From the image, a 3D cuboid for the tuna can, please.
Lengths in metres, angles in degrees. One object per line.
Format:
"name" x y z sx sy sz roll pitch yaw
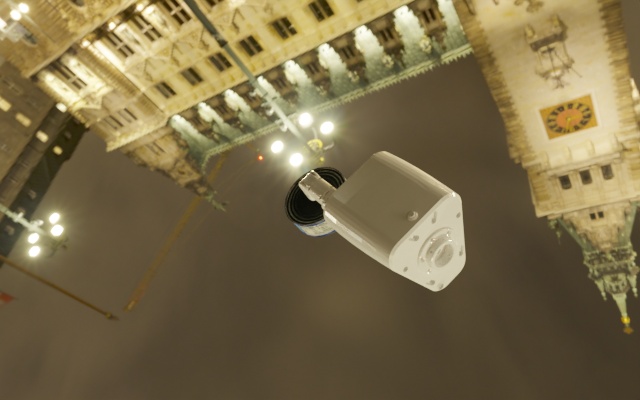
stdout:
"tuna can" 0.000 0.002 0.596 0.086 0.086 0.034 0 -33 34
